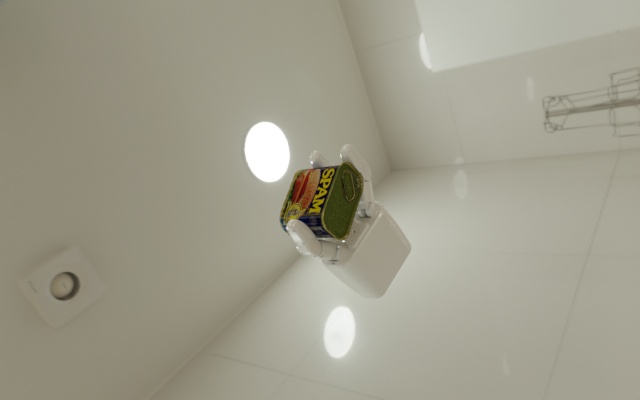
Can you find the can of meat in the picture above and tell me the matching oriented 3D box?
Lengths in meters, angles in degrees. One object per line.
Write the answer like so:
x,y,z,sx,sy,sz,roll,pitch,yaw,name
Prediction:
0.000,0.002,0.641,0.084,0.102,0.057,-4,-34,41,can of meat
